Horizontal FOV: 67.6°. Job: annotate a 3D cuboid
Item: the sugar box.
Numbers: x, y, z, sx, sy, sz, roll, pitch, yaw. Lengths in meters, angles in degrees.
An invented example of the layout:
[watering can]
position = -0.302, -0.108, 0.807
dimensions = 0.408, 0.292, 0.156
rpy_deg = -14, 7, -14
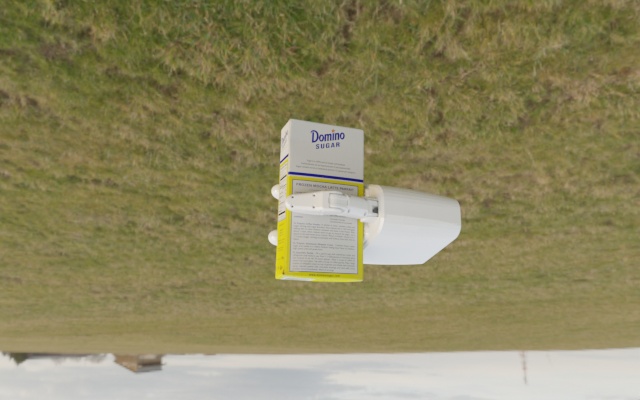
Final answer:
[sugar box]
position = 0.000, 0.002, 0.543
dimensions = 0.093, 0.176, 0.048
rpy_deg = 6, -15, -19
